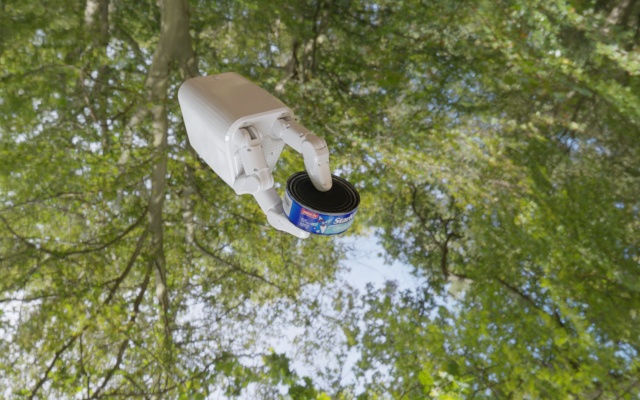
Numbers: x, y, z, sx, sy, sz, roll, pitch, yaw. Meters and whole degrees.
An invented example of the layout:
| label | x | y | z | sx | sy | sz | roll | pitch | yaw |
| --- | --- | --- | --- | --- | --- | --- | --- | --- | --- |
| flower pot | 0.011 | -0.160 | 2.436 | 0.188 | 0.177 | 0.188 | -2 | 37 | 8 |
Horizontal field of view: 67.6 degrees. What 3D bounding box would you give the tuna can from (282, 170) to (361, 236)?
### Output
| label | x | y | z | sx | sy | sz | roll | pitch | yaw |
| --- | --- | --- | --- | --- | --- | --- | --- | --- | --- |
| tuna can | 0.000 | 0.002 | 0.545 | 0.086 | 0.034 | 0.086 | 11 | 33 | -7 |
